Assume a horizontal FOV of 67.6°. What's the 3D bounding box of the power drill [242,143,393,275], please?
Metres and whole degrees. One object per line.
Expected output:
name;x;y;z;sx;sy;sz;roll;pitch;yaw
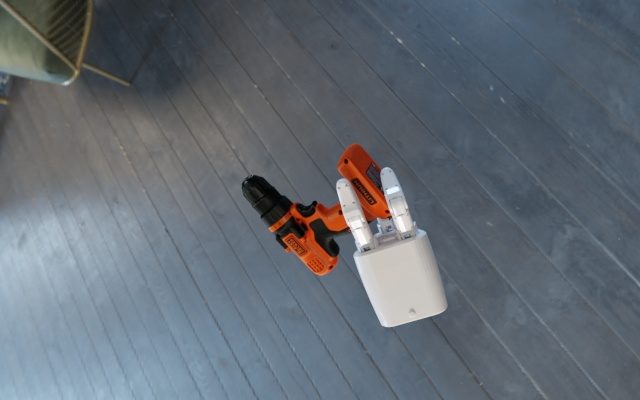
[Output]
power drill;0.001;0.002;0.663;0.188;0.184;0.057;-35;14;35
